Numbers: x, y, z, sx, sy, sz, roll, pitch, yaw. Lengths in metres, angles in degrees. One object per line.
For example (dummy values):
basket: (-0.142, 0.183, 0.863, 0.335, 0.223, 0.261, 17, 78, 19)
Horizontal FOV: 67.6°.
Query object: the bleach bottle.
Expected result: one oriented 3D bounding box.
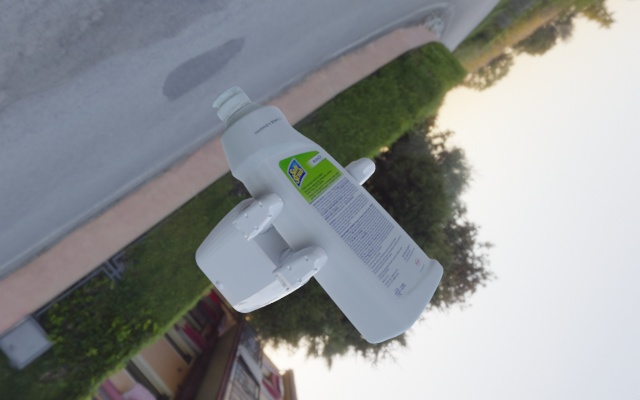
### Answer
bleach bottle: (0.000, 0.001, 0.430, 0.068, 0.251, 0.102, -37, 3, 41)
